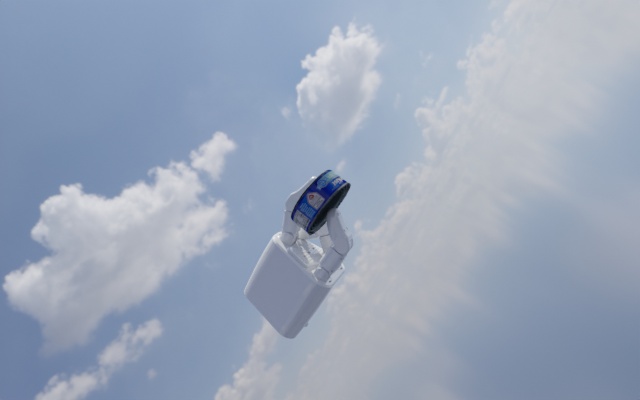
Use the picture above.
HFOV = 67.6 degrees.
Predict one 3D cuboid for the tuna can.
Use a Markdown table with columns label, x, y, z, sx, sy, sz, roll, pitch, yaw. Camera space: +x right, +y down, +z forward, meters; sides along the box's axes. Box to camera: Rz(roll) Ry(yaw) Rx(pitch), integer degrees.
| label | x | y | z | sx | sy | sz | roll | pitch | yaw |
| --- | --- | --- | --- | --- | --- | --- | --- | --- | --- |
| tuna can | 0.000 | 0.002 | 0.624 | 0.033 | 0.086 | 0.086 | 38 | 9 | 11 |
